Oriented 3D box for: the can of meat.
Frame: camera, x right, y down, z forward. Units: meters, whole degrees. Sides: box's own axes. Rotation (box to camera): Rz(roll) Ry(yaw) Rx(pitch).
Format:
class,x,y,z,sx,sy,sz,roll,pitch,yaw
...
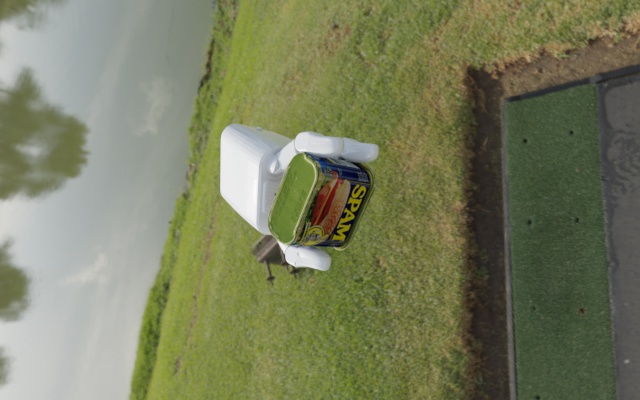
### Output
class,x,y,z,sx,sy,sz,roll,pitch,yaw
can of meat,0.000,0.002,0.516,0.084,0.102,0.057,7,22,-42
